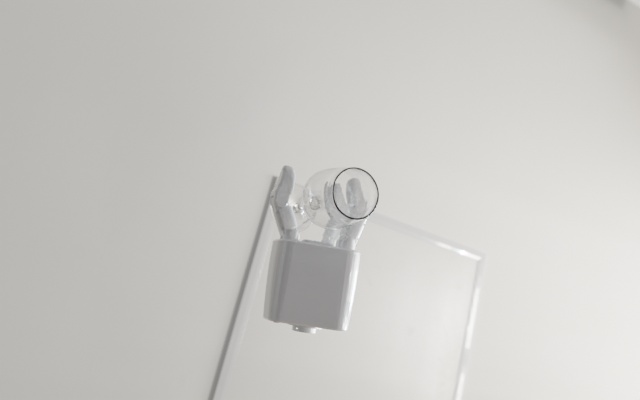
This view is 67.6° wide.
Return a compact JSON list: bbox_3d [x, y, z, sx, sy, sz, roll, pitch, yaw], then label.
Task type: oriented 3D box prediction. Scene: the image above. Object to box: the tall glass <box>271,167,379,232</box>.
[{"bbox_3d":[0.000,0.002,0.640,0.079,0.079,0.201,0,-6,-25],"label":"tall glass"}]
